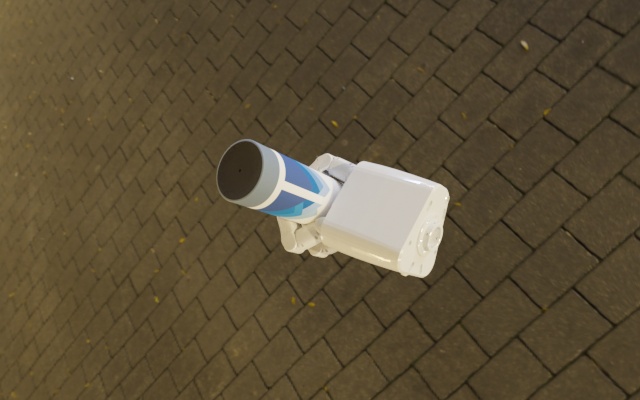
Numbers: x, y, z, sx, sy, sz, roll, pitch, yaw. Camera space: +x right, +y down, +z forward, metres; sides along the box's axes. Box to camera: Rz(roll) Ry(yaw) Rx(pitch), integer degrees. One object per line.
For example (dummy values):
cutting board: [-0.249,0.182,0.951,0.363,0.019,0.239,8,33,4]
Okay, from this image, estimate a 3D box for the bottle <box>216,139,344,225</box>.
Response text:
bottle: [0.000,0.002,0.600,0.069,0.069,0.296,0,-13,35]
